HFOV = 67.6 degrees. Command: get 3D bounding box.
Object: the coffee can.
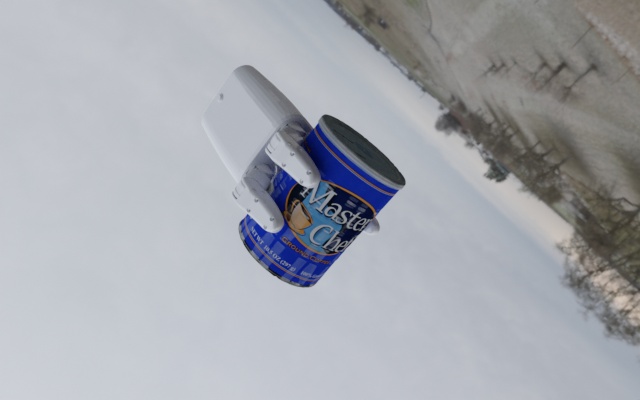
[{"bbox_3d":[0.000,0.002,0.474,0.103,0.140,0.102,35,19,-14],"label":"coffee can"}]
